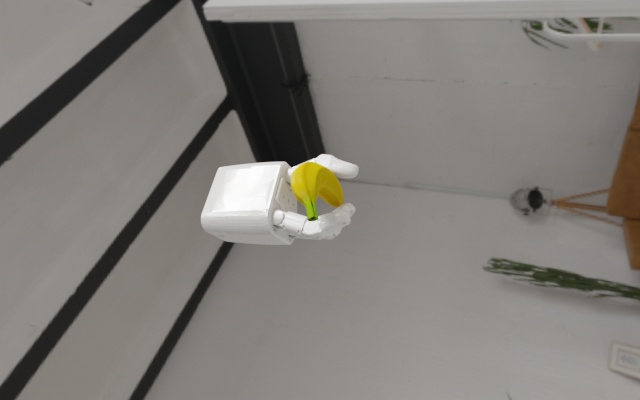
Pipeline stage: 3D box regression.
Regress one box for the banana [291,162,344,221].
[{"bbox_3d":[-0.004,-0.016,0.616,0.037,0.069,0.198,-10,3,14],"label":"banana"}]
